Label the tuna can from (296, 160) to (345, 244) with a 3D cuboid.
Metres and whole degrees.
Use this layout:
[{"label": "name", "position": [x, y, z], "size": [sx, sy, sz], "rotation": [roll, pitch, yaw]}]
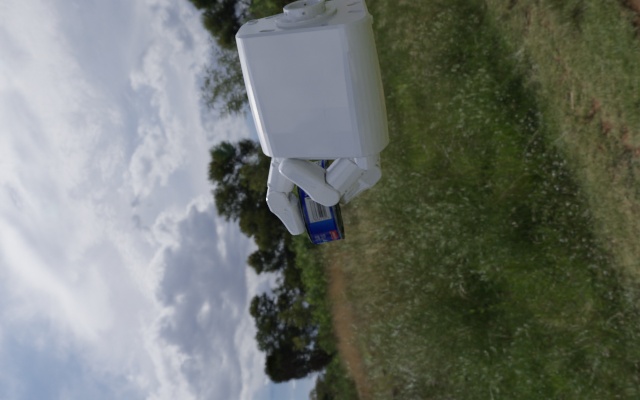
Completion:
[{"label": "tuna can", "position": [0.000, 0.002, 0.497], "size": [0.034, 0.086, 0.086], "rotation": [-12, -1, 5]}]
